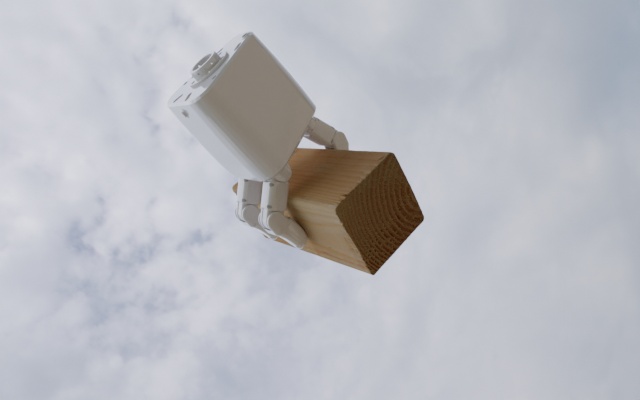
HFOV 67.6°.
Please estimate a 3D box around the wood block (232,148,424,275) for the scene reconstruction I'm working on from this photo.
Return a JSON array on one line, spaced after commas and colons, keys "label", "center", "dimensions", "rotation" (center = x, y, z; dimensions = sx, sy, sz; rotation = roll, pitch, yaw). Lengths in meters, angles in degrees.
[{"label": "wood block", "center": [0.000, 0.001, 0.542], "dimensions": [0.090, 0.090, 0.206], "rotation": [-44, 30, -23]}]
